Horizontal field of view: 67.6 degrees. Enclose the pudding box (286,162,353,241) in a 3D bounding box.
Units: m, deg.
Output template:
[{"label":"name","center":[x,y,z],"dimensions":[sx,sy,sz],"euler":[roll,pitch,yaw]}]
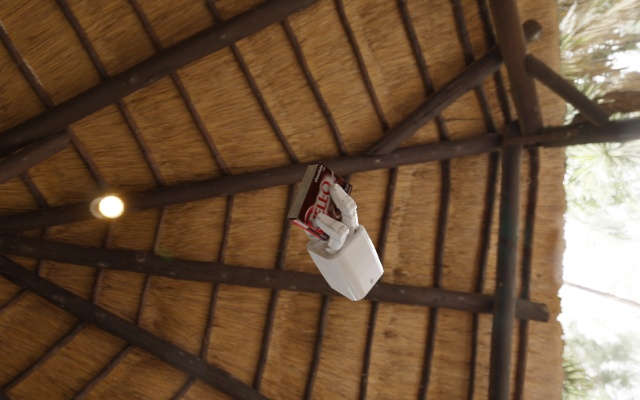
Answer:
[{"label":"pudding box","center":[0.000,0.003,0.838],"dimensions":[0.039,0.113,0.090],"euler":[-3,-29,48]}]
